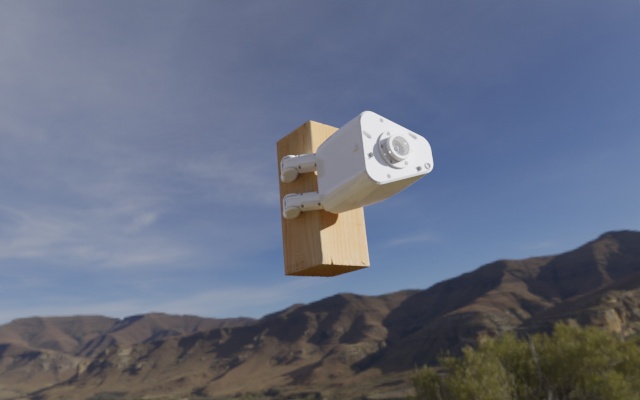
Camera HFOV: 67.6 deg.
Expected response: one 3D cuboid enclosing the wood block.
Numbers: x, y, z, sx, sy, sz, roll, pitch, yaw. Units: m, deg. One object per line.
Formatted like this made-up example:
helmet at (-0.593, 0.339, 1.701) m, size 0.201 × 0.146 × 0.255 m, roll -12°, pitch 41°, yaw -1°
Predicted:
wood block at (0.001, 0.002, 0.701) m, size 0.091 × 0.206 × 0.090 m, roll 9°, pitch -22°, yaw -37°
